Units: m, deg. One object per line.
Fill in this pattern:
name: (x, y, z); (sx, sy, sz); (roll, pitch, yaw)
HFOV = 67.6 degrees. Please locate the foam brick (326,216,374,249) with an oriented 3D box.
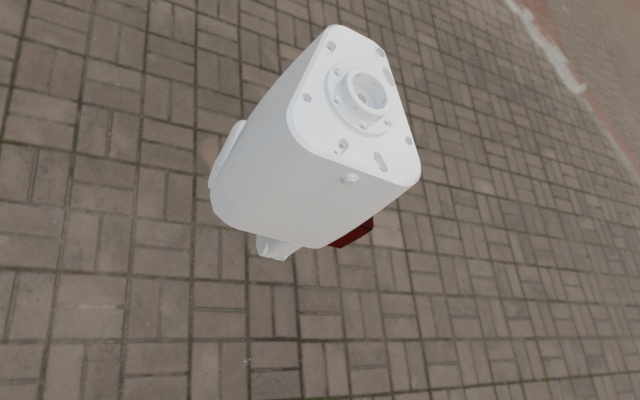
foam brick: (0.000, 0.001, 0.405); (0.078, 0.053, 0.051); (18, -33, -27)
